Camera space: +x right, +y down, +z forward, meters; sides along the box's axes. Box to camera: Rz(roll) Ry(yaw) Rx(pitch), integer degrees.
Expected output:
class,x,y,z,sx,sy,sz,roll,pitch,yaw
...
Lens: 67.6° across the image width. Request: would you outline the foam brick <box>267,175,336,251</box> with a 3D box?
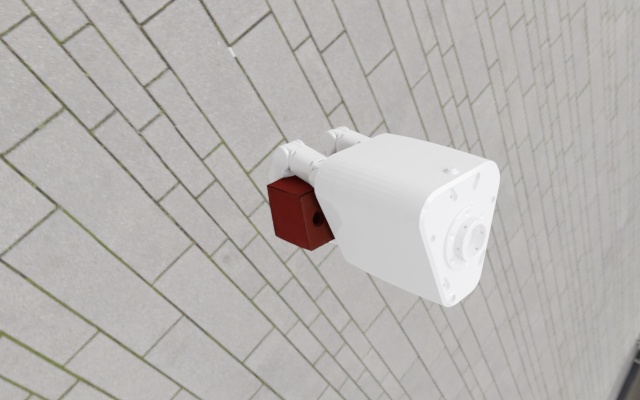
class,x,y,z,sx,sy,sz,roll,pitch,yaw
foam brick,0.000,0.002,0.428,0.078,0.053,0.051,-26,29,-32
